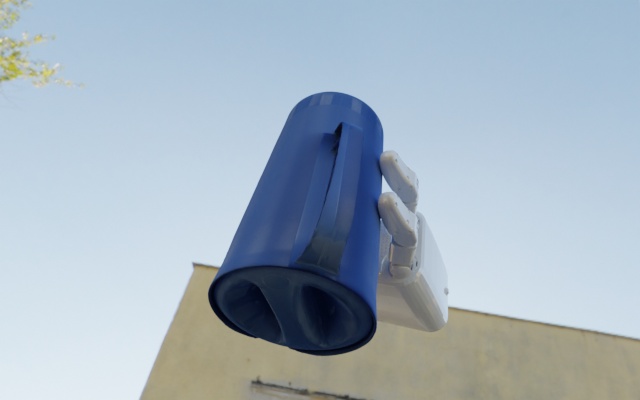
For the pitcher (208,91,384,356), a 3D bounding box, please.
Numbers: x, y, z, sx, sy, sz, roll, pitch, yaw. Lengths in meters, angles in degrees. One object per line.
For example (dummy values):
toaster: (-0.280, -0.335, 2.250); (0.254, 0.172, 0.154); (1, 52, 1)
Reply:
pitcher: (0.000, 0.002, 0.439); (0.149, 0.242, 0.145); (-14, -48, 27)
